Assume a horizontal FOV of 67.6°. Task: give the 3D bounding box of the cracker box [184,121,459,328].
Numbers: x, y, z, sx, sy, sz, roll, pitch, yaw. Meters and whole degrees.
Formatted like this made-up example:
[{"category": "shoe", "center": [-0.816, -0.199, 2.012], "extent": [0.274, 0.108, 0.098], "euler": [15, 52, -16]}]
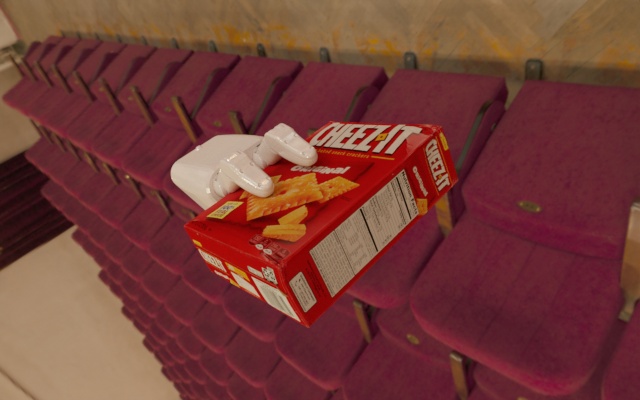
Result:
[{"category": "cracker box", "center": [0.000, 0.002, 0.463], "extent": [0.213, 0.072, 0.164], "euler": [-40, 32, -27]}]
